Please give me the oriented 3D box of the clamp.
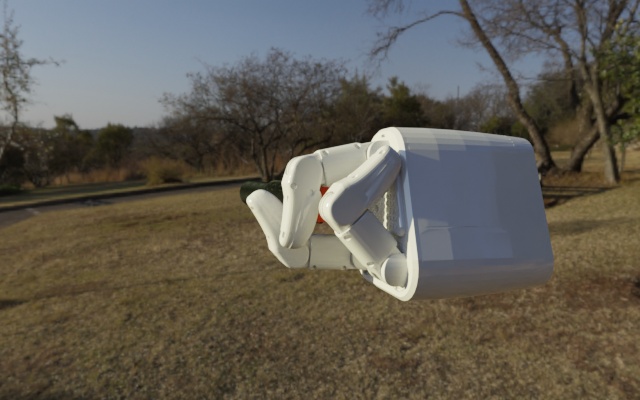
[{"bbox_3d":[0.000,0.001,0.405,0.120,0.039,0.171,1,4,-16],"label":"clamp"}]
